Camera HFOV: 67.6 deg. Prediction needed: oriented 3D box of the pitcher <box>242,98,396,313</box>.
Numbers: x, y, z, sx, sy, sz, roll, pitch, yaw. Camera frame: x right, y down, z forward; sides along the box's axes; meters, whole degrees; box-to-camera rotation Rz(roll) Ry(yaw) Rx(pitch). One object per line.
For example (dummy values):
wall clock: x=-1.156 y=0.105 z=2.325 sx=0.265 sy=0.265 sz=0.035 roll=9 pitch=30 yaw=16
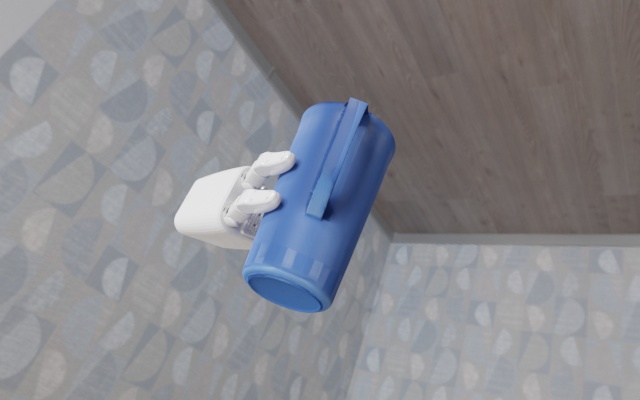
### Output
pitcher: x=0.000 y=0.002 z=0.579 sx=0.145 sy=0.242 sz=0.149 roll=-4 pitch=-38 yaw=38
